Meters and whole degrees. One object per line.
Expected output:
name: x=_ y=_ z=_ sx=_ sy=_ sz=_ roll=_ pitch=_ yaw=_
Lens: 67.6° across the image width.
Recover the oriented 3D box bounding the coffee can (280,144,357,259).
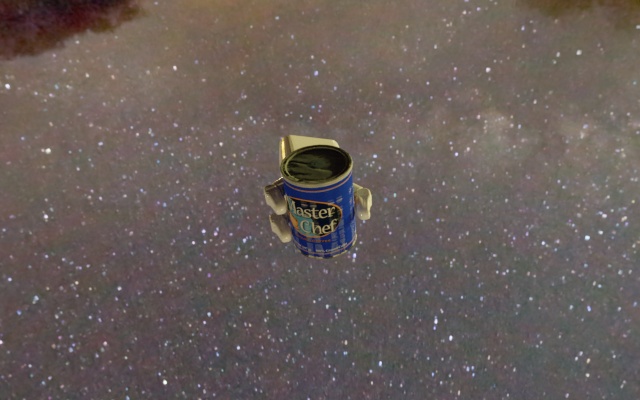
coffee can: x=0.000 y=0.002 z=0.715 sx=0.103 sy=0.140 sz=0.102 roll=-4 pitch=37 yaw=3
